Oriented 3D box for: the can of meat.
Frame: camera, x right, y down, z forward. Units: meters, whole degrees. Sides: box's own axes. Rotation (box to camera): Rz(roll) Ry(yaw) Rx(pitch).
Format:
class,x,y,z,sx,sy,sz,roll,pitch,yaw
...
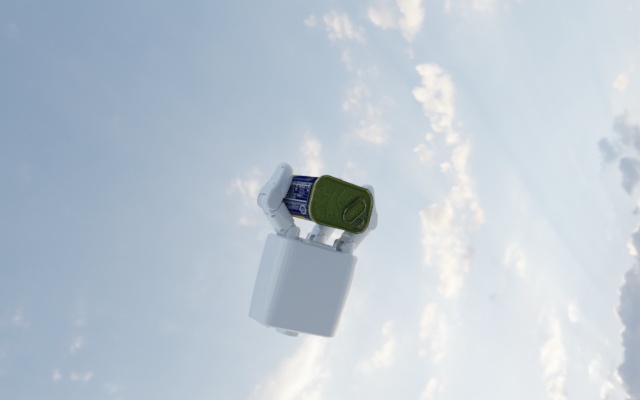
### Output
class,x,y,z,sx,sy,sz,roll,pitch,yaw
can of meat,0.000,0.002,0.590,0.102,0.057,0.084,17,-5,-42
